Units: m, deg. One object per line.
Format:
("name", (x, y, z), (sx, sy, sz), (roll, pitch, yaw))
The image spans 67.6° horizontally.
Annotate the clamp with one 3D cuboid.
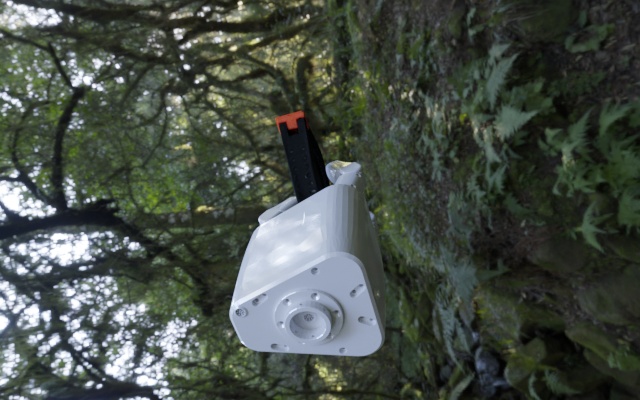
("clamp", (-0.001, 0.001, 0.508), (0.036, 0.210, 0.164), (-14, 24, 8))
